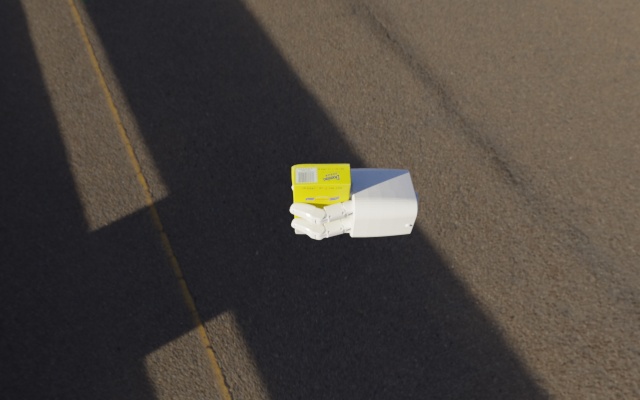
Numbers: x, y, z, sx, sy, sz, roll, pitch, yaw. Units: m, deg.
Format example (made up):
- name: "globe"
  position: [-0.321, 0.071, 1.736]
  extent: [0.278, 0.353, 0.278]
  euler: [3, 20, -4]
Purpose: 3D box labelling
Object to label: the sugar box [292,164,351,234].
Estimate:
- name: "sugar box"
  position: [0.000, 0.003, 0.817]
  extent: [0.093, 0.048, 0.176]
  euler: [-1, -32, -1]
